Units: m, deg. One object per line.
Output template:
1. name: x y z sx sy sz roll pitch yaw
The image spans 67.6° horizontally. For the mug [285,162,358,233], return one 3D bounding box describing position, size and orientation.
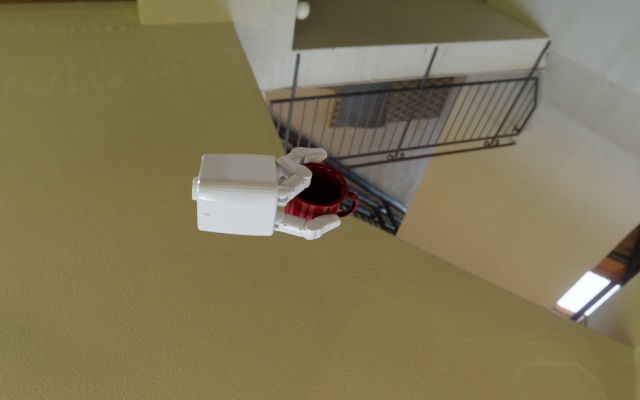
1. mug: 0.001 0.003 0.746 0.117 0.093 0.082 4 -42 -10
